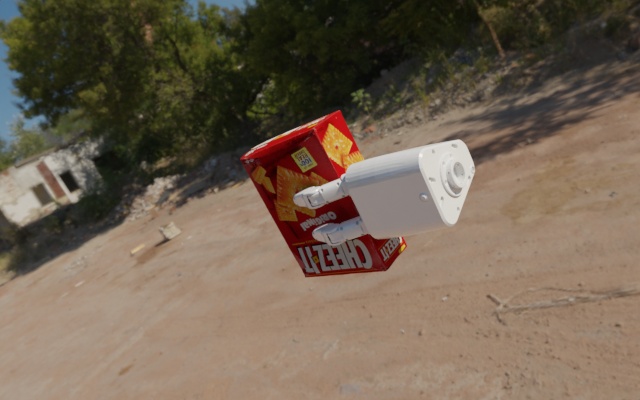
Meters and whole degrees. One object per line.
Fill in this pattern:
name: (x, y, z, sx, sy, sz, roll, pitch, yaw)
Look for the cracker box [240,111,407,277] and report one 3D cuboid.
cracker box: (0.000, 0.002, 0.674, 0.164, 0.214, 0.072, -13, 20, 45)
